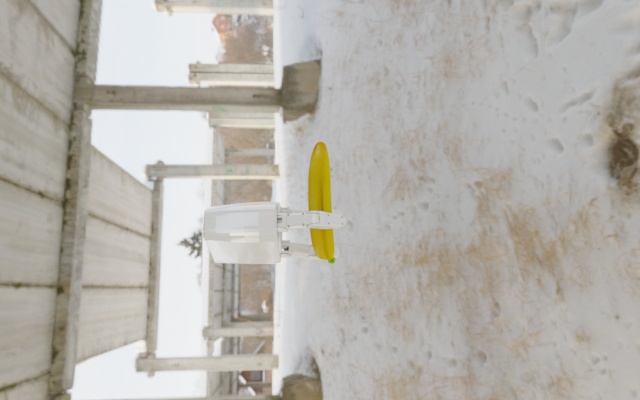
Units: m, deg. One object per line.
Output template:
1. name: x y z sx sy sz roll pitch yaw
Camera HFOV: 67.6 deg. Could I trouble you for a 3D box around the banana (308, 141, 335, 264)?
1. banana: 0.000 0.008 0.737 0.037 0.198 0.069 -3 6 2
